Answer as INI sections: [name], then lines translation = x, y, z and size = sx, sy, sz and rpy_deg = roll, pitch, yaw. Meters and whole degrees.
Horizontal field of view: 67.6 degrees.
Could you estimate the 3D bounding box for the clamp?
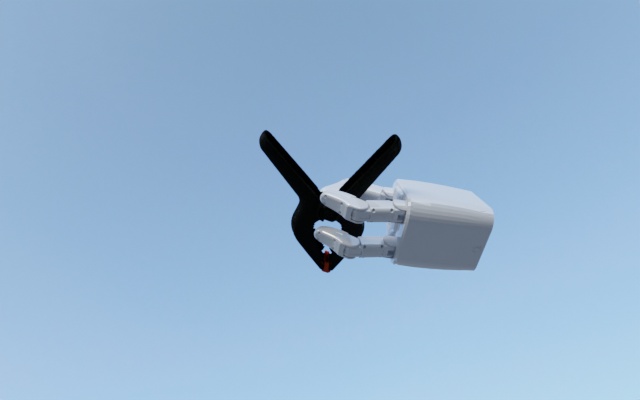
[clamp]
translation = 0.000, 0.002, 0.602
size = 0.164, 0.210, 0.036
rpy_deg = 8, 34, -1
